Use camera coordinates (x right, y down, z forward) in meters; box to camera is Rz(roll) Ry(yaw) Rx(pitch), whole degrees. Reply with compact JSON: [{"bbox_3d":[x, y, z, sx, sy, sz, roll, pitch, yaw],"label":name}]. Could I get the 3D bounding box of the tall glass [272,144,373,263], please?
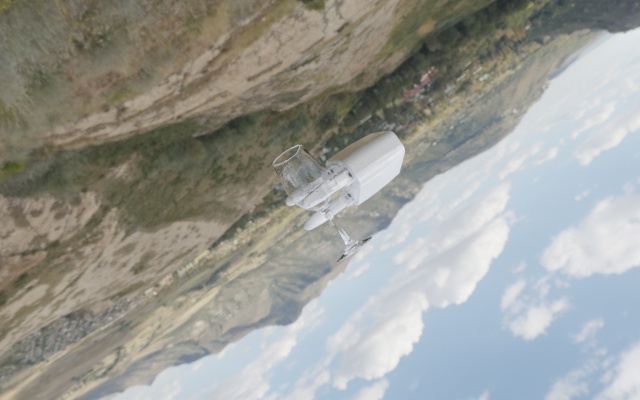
[{"bbox_3d":[0.000,0.003,0.810,0.079,0.201,0.079,-36,-4,-3],"label":"tall glass"}]
